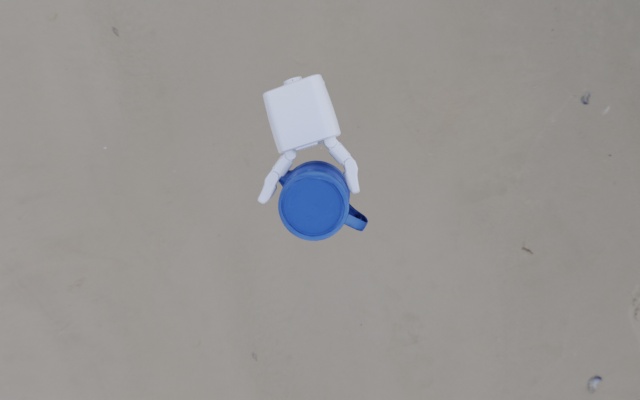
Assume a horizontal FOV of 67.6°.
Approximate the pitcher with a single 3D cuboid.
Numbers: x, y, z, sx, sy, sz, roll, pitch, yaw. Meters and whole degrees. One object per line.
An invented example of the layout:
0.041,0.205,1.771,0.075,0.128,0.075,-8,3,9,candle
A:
0.000,0.003,0.829,0.149,0.145,0.243,-14,5,2,pitcher
